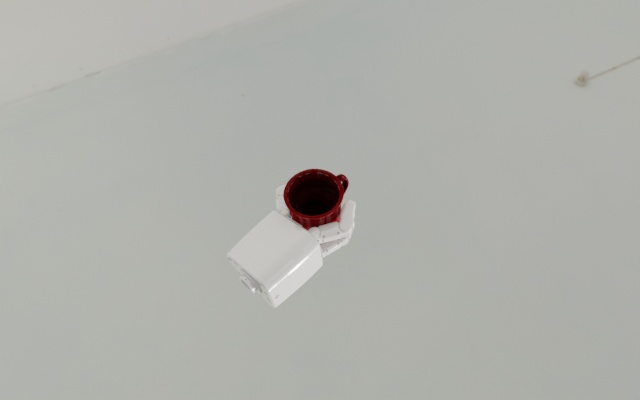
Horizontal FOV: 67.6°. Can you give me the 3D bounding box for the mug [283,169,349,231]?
[{"bbox_3d":[0.001,0.002,0.768,0.093,0.117,0.082,39,-23,25],"label":"mug"}]
